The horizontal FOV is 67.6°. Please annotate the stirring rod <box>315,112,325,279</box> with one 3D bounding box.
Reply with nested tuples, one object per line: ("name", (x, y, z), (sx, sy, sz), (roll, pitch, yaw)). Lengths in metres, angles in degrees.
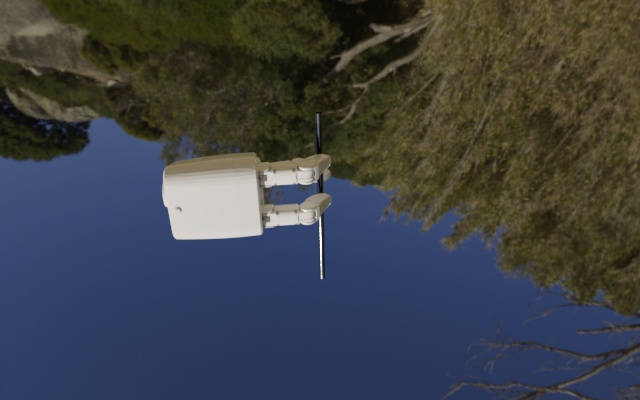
("stirring rod", (0.000, 0.002, 0.628), (0.011, 0.240, 0.011), (-1, 27, 1))
